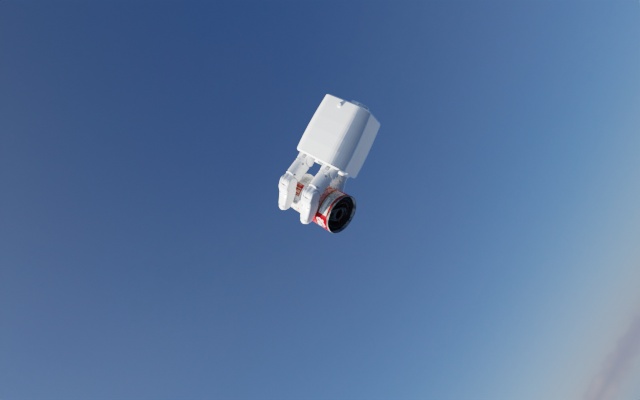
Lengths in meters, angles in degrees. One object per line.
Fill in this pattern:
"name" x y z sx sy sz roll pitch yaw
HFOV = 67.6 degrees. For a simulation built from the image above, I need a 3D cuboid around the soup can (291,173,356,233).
"soup can" 0.000 0.003 0.808 0.102 0.068 0.068 30 19 35
